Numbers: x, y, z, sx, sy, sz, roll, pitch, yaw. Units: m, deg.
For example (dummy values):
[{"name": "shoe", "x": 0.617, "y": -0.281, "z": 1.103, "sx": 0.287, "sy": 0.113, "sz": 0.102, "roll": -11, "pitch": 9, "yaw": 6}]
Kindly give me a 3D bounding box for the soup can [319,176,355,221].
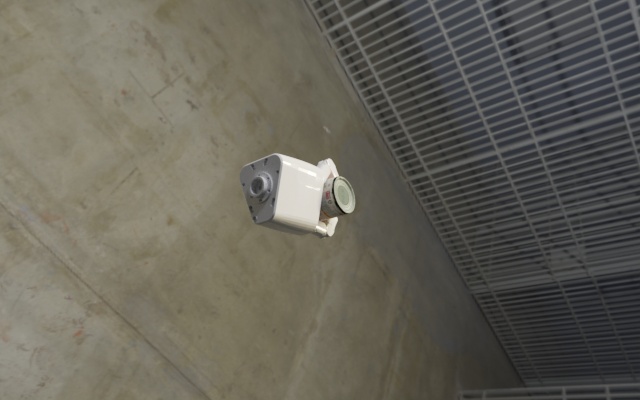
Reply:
[{"name": "soup can", "x": 0.001, "y": 0.003, "z": 0.832, "sx": 0.102, "sy": 0.068, "sz": 0.068, "roll": -17, "pitch": -10, "yaw": 32}]
